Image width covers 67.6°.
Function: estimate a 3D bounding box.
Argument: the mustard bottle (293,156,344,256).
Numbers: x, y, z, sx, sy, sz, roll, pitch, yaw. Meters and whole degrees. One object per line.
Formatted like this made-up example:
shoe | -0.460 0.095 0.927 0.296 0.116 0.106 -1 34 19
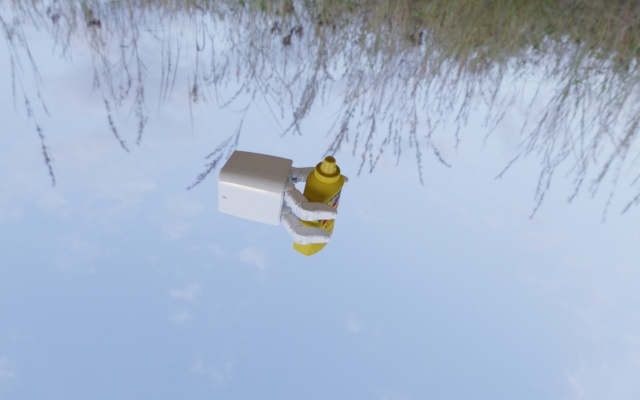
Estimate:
mustard bottle | 0.000 0.003 0.802 0.058 0.192 0.096 29 47 17
